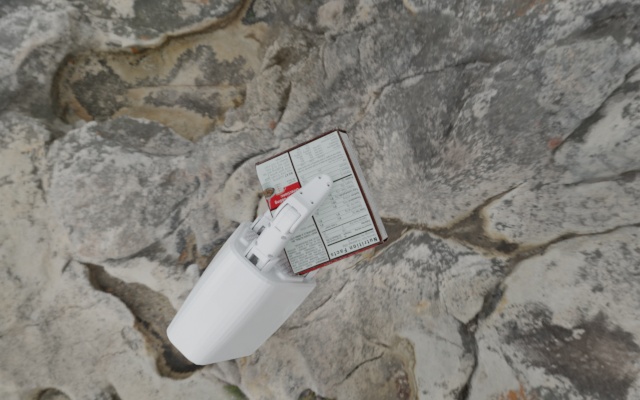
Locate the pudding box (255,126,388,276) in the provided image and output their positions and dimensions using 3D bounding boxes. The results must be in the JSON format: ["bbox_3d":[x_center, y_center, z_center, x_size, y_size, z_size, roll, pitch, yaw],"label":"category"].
[{"bbox_3d":[0.000,0.001,0.440,0.090,0.113,0.039,-22,-3,13],"label":"pudding box"}]
